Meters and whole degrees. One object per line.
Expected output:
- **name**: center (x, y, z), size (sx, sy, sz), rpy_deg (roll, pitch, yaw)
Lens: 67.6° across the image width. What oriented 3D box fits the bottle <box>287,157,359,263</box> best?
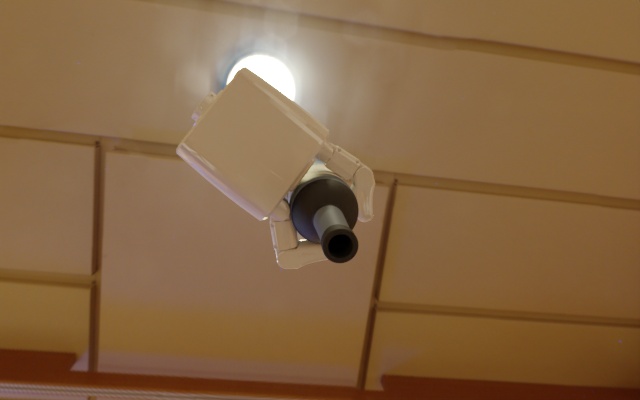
- **bottle**: center (0.000, 0.002, 0.497), size (0.069, 0.069, 0.295), rpy_deg (0, 13, -6)
